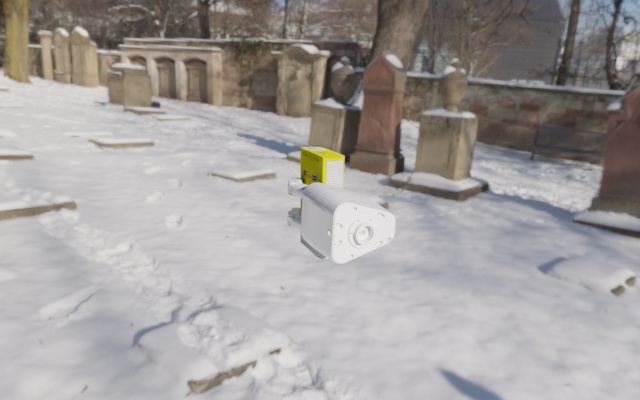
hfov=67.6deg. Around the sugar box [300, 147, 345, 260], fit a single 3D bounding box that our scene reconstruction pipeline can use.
[{"bbox_3d":[0.000,0.003,0.810,0.048,0.176,0.093,-5,18,-25],"label":"sugar box"}]
